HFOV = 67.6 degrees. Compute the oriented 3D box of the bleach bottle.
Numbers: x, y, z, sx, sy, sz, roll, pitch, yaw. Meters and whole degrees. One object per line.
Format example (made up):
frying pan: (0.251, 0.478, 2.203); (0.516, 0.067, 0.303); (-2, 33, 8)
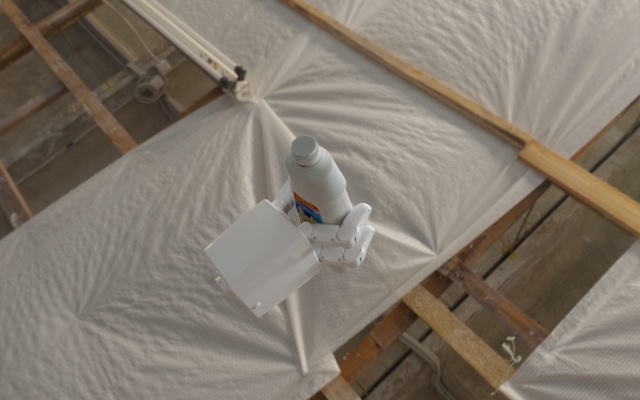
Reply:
bleach bottle: (0.000, 0.002, 0.618); (0.102, 0.068, 0.251); (43, -15, 31)
